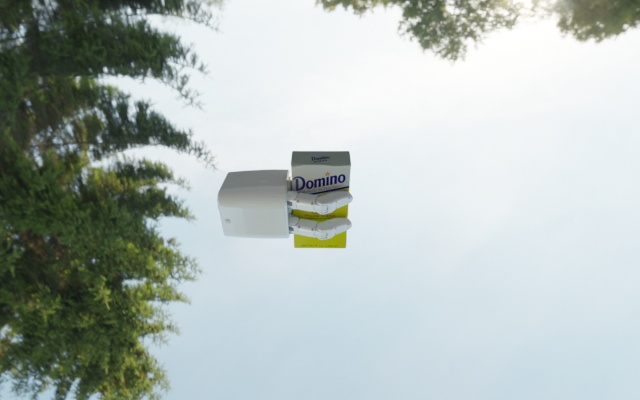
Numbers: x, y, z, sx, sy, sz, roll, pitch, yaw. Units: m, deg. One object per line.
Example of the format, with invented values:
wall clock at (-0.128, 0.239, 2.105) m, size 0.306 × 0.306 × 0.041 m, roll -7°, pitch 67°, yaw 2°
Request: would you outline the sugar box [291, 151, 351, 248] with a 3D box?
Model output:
sugar box at (0.000, 0.003, 0.779) m, size 0.093 × 0.176 × 0.048 m, roll -1°, pitch 41°, yaw 0°
